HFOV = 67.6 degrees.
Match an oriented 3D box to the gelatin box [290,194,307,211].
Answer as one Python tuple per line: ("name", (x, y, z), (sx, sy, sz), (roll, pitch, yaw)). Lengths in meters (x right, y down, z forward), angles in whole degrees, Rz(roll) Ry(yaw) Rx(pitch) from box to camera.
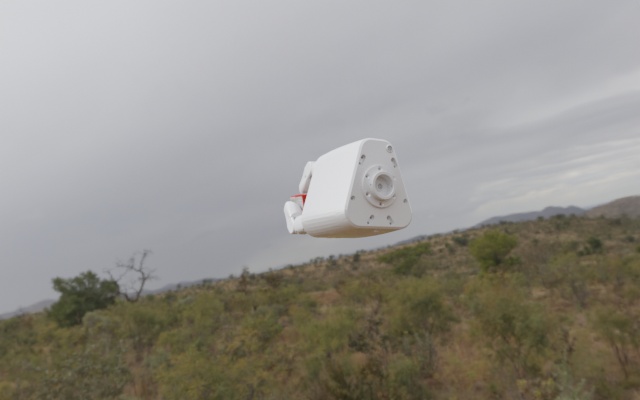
("gelatin box", (0.000, 0.002, 0.712), (0.073, 0.030, 0.089), (-7, 0, -15))
